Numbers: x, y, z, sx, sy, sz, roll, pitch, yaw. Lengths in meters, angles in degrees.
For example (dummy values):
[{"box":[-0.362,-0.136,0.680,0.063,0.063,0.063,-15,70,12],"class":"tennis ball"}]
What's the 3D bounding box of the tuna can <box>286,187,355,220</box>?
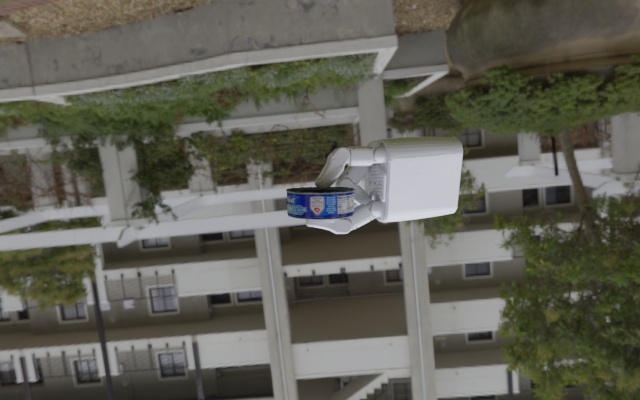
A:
[{"box":[0.000,0.003,0.599,0.086,0.034,0.086,-1,6,0],"class":"tuna can"}]
